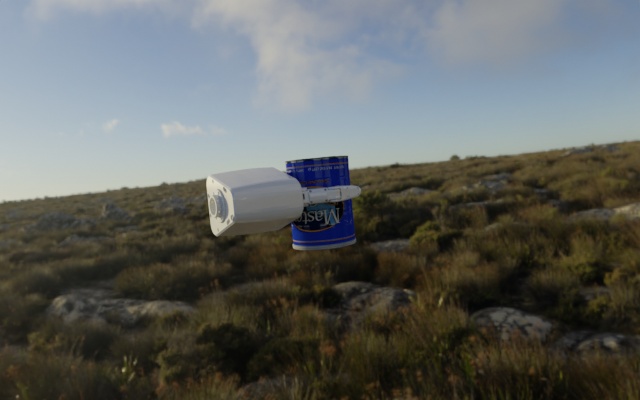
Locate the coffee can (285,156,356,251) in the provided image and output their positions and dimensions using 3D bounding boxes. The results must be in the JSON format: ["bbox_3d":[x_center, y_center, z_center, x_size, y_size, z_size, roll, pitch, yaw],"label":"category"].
[{"bbox_3d":[0.000,0.003,0.768,0.103,0.140,0.103,-5,3,0],"label":"coffee can"}]
